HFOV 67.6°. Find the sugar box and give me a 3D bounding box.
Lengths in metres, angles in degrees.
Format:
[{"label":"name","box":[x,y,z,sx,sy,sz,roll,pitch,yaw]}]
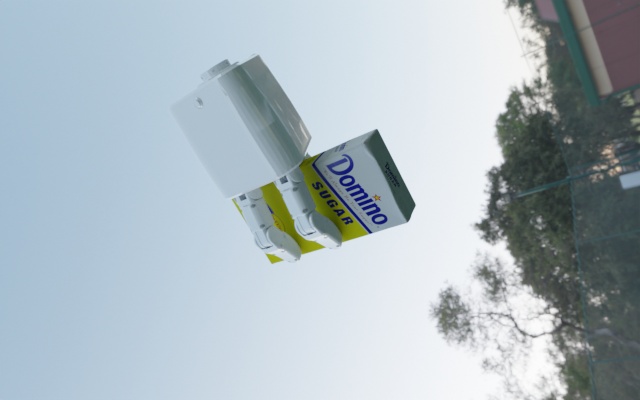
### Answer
[{"label":"sugar box","box":[0.000,0.002,0.505,0.176,0.093,0.048,-20,18,33]}]
